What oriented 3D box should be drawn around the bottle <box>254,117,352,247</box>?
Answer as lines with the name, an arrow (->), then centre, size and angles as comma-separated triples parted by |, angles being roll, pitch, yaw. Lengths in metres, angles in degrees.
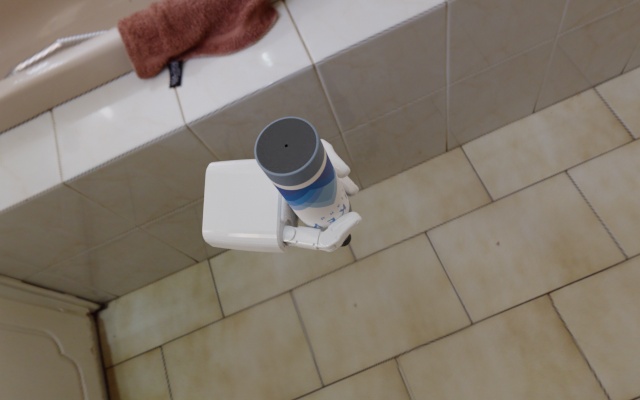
bottle -> 0.000, 0.002, 0.599 | 0.069, 0.069, 0.296 | 0, -22, 14
